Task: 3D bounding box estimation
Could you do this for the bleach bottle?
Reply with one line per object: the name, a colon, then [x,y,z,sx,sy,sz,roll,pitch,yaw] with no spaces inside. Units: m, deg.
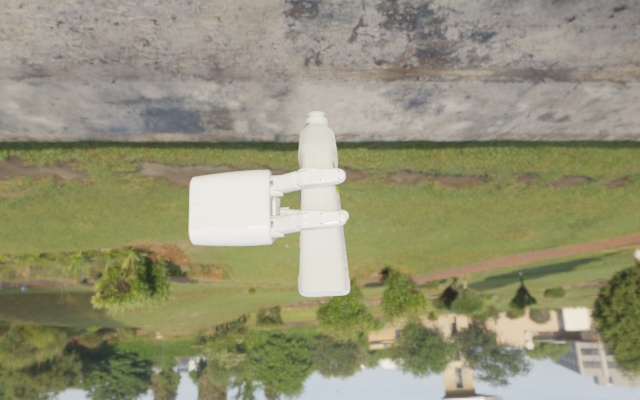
bleach bottle: [0.000,0.002,0.657,0.068,0.250,0.102,-3,-14,2]
